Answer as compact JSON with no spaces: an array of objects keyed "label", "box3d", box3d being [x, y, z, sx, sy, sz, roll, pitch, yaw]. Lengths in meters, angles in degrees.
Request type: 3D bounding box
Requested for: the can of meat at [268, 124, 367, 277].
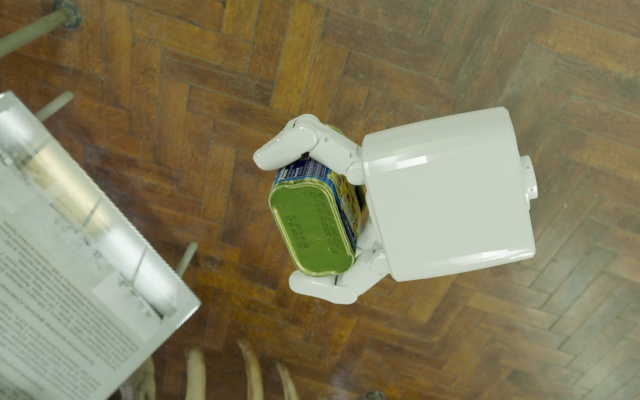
[{"label":"can of meat","box3d":[0.000,0.001,0.405,0.057,0.102,0.084,-10,34,17]}]
